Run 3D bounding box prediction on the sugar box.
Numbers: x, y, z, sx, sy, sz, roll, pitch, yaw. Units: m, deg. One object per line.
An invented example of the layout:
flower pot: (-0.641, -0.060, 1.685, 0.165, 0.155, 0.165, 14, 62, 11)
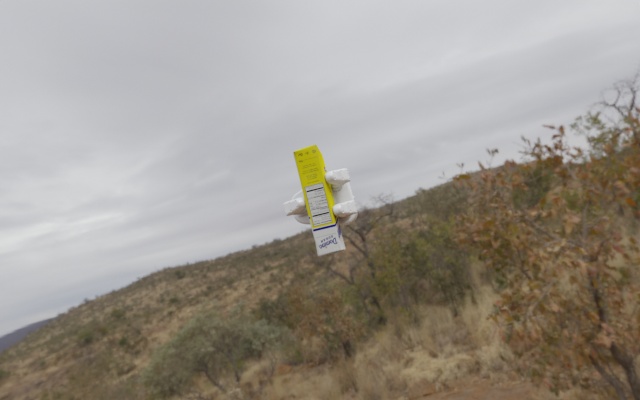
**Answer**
sugar box: (0.001, 0.002, 0.797, 0.048, 0.176, 0.093, -17, -5, 6)
